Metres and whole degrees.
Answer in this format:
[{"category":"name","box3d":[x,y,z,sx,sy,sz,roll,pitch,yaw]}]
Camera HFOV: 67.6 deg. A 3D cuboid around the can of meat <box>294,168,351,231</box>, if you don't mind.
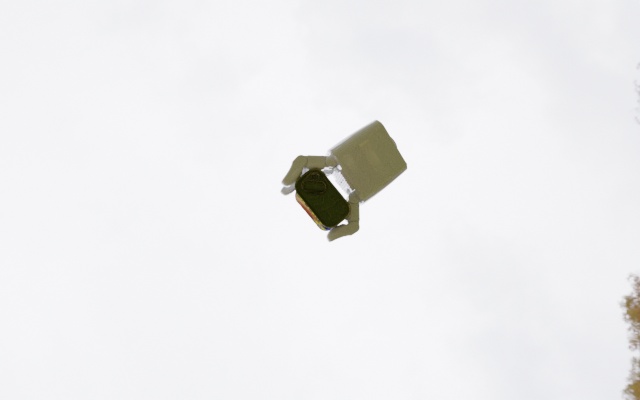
[{"category":"can of meat","box3d":[0.000,0.003,0.823,0.057,0.102,0.084,-39,-5,-10]}]
